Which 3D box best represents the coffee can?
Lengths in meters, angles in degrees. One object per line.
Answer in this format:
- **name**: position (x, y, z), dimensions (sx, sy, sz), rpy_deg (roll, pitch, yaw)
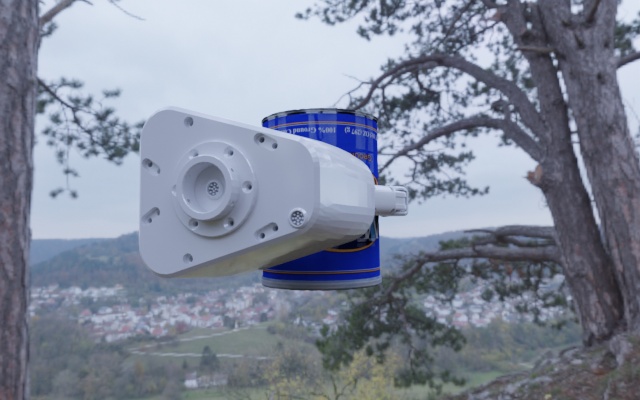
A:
- **coffee can**: position (0.000, 0.002, 0.414), dimensions (0.103, 0.140, 0.103), rpy_deg (-1, -3, 0)
